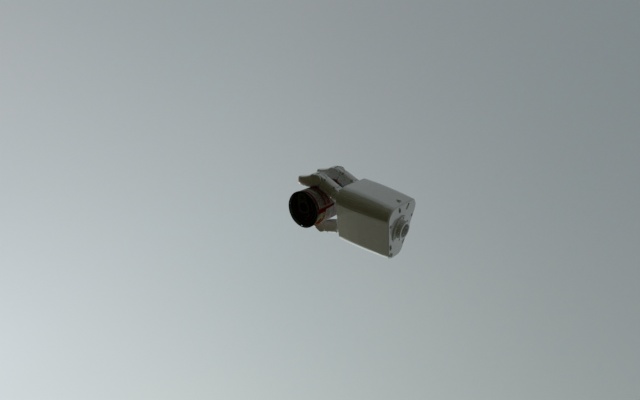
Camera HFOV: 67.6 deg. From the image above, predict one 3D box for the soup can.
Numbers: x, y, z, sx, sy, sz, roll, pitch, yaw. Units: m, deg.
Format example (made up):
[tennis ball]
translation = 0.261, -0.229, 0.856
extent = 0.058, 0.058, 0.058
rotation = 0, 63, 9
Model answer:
[soup can]
translation = 0.000, 0.003, 0.878
extent = 0.068, 0.068, 0.102
rotation = 0, 15, 41
